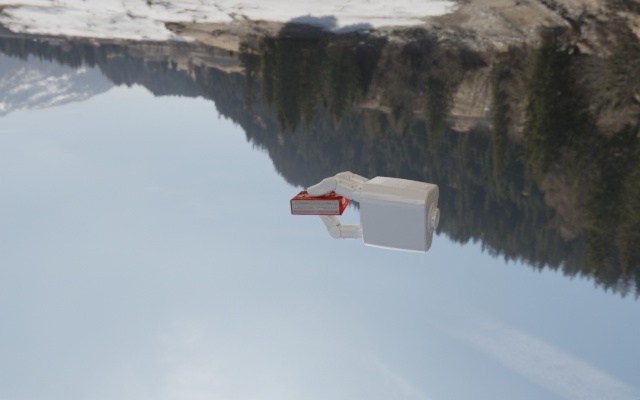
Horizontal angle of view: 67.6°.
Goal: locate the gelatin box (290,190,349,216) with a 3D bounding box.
[{"bbox_3d":[0.000,0.003,0.821,0.089,0.030,0.073,-1,13,13],"label":"gelatin box"}]
